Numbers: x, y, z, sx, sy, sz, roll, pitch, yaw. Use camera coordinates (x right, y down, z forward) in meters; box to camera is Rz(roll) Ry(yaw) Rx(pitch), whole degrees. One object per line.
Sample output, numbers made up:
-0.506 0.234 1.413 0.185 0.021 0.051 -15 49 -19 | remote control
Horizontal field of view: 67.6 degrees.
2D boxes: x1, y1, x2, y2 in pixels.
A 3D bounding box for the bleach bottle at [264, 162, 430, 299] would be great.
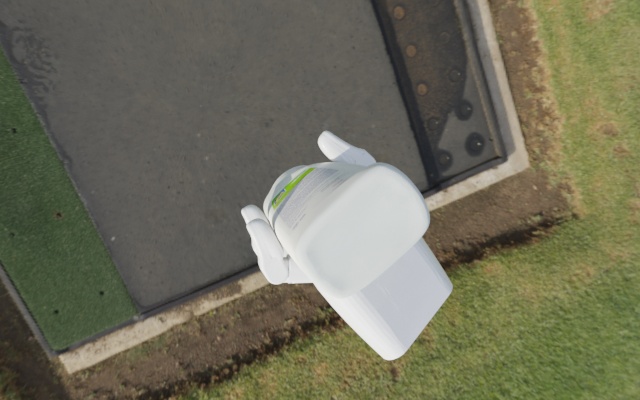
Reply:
0.000 0.002 0.446 0.102 0.068 0.250 -41 17 -3 | bleach bottle
